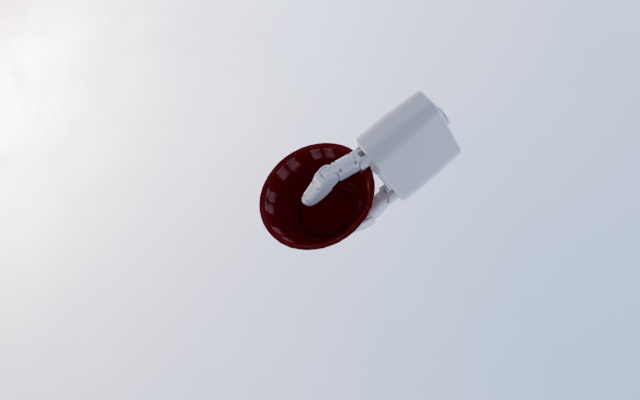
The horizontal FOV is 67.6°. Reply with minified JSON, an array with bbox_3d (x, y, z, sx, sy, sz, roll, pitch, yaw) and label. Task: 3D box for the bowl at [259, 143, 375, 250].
[{"bbox_3d":[-0.001,0.003,0.657,0.162,0.162,0.055,0,-27,19],"label":"bowl"}]
